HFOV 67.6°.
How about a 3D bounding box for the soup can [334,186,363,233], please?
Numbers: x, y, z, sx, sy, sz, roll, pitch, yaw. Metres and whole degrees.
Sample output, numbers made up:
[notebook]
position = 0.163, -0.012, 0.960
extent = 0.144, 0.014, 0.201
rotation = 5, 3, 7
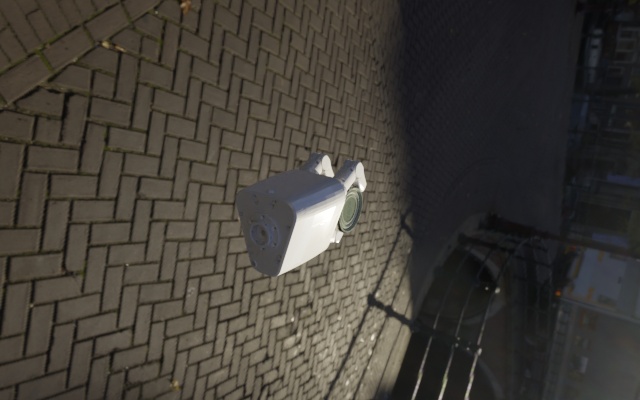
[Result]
[soup can]
position = 0.001, 0.002, 0.681
extent = 0.102, 0.068, 0.068
rotation = 14, 7, 30
